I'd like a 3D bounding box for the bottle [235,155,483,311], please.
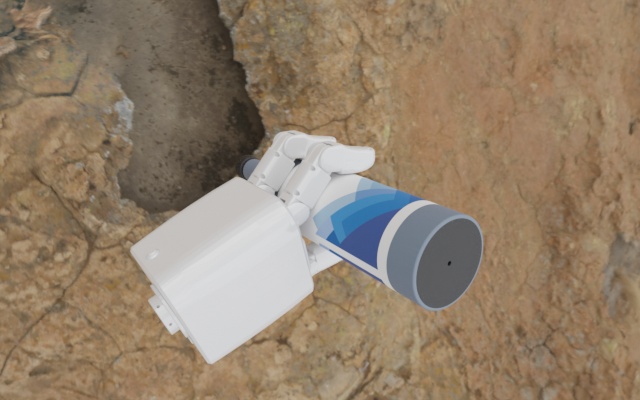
[{"bbox_3d":[0.000,0.001,0.421,0.069,0.069,0.295,0,16,-36],"label":"bottle"}]
